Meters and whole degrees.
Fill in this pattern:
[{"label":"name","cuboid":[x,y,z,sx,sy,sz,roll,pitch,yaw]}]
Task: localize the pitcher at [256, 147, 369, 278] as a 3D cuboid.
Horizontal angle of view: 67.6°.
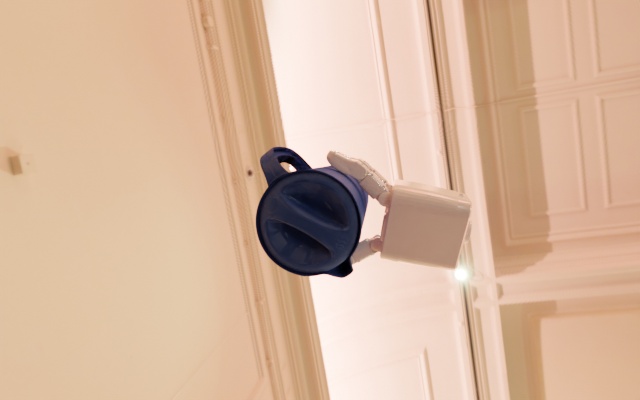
[{"label":"pitcher","cuboid":[0.000,0.002,0.690,0.145,0.149,0.243,9,11,9]}]
